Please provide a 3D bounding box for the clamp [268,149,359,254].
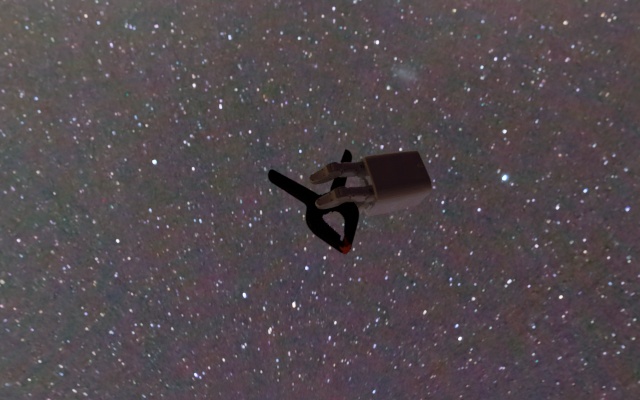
[{"bbox_3d":[0.000,0.004,0.853,0.164,0.209,0.036,-11,-33,-7],"label":"clamp"}]
